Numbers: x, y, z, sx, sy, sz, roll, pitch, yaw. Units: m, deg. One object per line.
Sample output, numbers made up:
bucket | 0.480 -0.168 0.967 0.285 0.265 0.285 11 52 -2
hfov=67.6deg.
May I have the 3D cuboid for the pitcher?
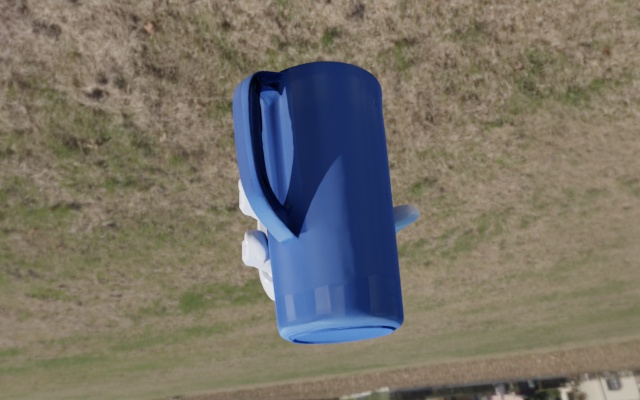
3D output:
pitcher | 0.000 0.002 0.442 0.149 0.242 0.145 -3 -23 -7
